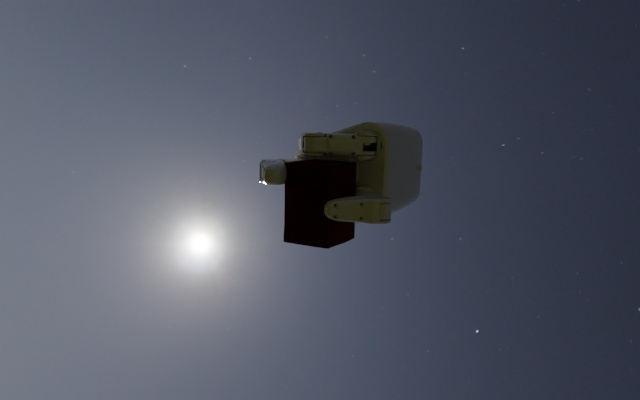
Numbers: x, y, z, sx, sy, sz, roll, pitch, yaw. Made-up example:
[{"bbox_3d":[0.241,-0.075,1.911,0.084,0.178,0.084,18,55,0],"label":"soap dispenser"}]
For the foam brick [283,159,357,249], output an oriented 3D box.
[{"bbox_3d":[0.000,0.002,0.460,0.053,0.078,0.051,8,11,32],"label":"foam brick"}]
